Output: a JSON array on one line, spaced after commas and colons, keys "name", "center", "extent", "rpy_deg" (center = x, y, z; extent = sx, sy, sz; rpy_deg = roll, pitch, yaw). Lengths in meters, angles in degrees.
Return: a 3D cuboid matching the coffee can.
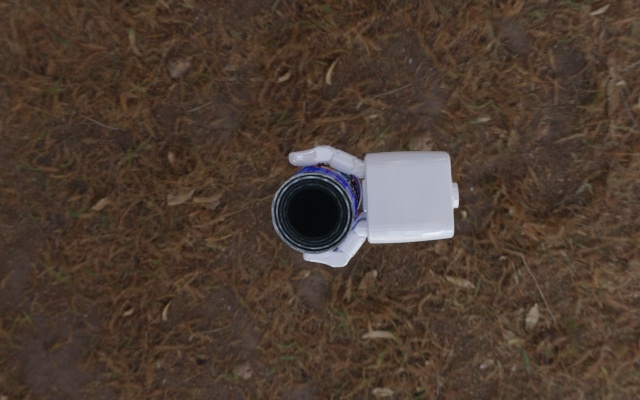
[{"name": "coffee can", "center": [0.000, 0.002, 0.643], "extent": [0.103, 0.103, 0.140], "rpy_deg": [0, 12, 9]}]
